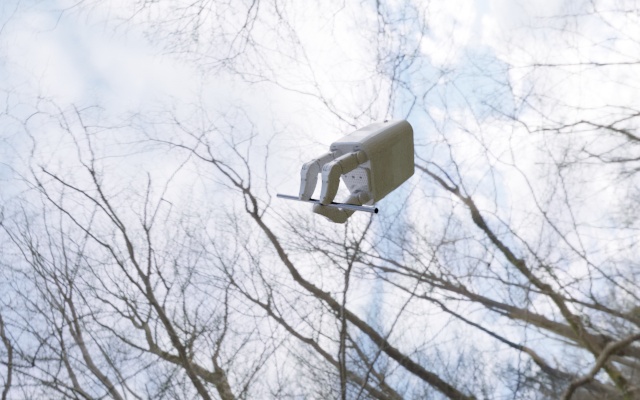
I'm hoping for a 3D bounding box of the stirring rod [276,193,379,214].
[{"bbox_3d":[0.000,0.002,0.704,0.011,0.011,0.239,0,5,-36],"label":"stirring rod"}]
